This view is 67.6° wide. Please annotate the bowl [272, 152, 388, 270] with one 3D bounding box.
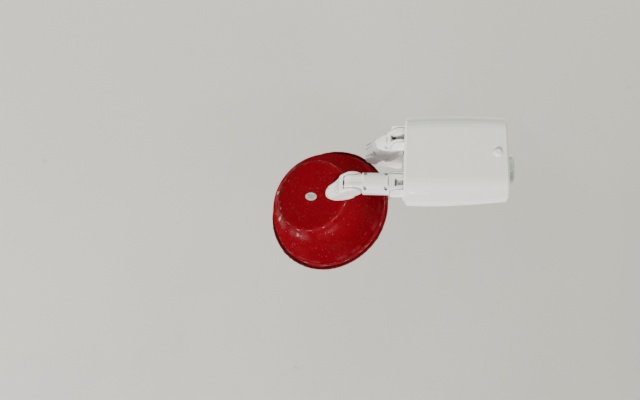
[{"bbox_3d":[-0.001,0.002,0.599,0.162,0.162,0.055,0,-19,24],"label":"bowl"}]
